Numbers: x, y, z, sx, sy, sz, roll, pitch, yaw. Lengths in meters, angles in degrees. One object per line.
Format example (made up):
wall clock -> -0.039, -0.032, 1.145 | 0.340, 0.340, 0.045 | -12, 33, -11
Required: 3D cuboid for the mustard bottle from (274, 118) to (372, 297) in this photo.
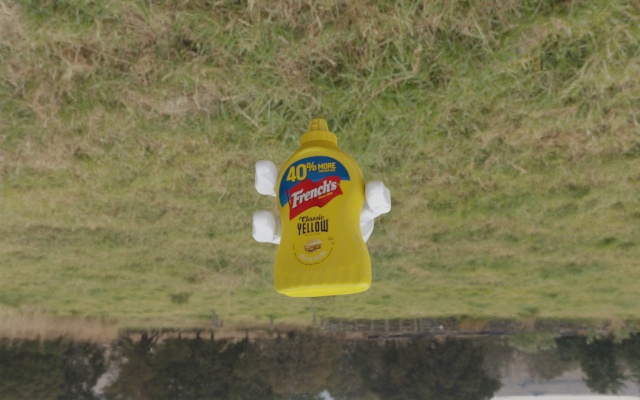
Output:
mustard bottle -> 0.000, 0.002, 0.506 | 0.096, 0.191, 0.058 | -9, -21, 20
